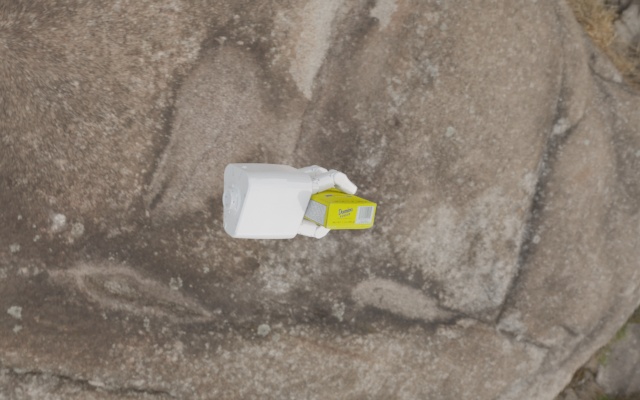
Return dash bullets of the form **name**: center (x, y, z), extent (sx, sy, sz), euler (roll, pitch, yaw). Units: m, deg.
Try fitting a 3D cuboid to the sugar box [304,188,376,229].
- **sugar box**: center (0.000, 0.002, 0.786), extent (0.093, 0.048, 0.176), euler (1, 15, -35)
